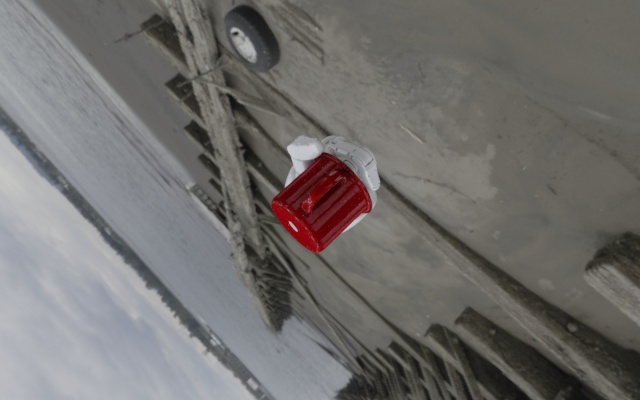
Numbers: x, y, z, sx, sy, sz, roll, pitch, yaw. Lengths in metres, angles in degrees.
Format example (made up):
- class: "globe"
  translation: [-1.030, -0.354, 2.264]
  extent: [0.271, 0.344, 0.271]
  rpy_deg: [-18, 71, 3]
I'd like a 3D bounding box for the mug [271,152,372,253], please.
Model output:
- class: "mug"
  translation: [0.000, 0.002, 0.535]
  extent: [0.081, 0.093, 0.117]
  rpy_deg: [-43, -7, -18]
